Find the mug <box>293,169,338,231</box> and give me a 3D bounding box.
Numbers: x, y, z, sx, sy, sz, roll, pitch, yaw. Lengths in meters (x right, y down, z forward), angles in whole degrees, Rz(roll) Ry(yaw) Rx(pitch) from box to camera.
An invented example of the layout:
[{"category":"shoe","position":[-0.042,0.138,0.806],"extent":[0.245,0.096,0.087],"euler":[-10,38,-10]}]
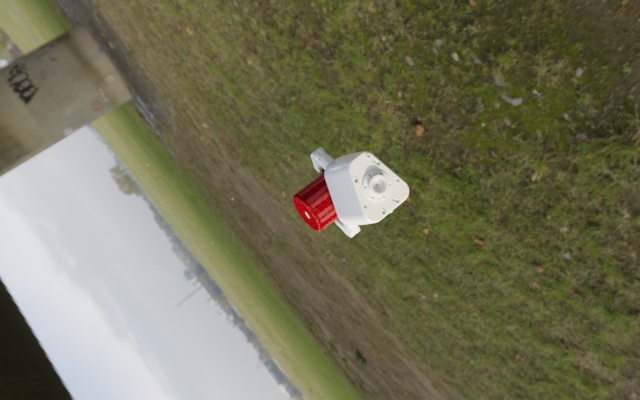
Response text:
[{"category":"mug","position":[-0.001,0.003,0.883],"extent":[0.081,0.093,0.117],"euler":[-38,8,-17]}]
